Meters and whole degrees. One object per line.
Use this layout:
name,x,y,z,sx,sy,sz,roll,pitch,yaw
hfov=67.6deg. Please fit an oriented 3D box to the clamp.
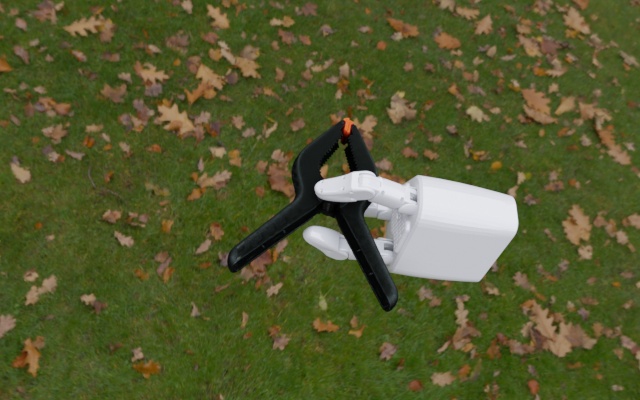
clamp,0.000,0.001,0.491,0.164,0.209,0.036,9,-30,-7
